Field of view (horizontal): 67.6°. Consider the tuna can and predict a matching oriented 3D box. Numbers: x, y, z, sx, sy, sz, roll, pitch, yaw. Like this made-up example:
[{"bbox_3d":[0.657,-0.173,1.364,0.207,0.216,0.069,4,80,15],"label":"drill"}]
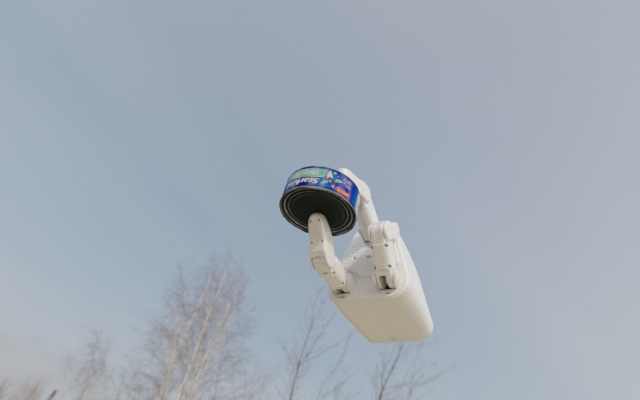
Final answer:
[{"bbox_3d":[0.000,0.001,0.525,0.086,0.033,0.086,10,-37,8],"label":"tuna can"}]
